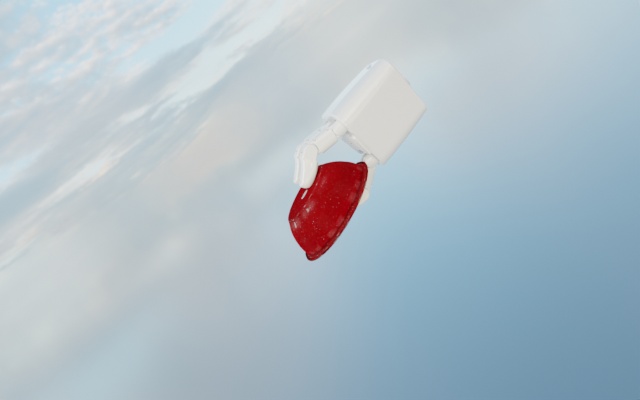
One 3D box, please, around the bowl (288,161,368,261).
[{"bbox_3d":[-0.001,0.003,0.676,0.055,0.162,0.162,29,-8,-13],"label":"bowl"}]
